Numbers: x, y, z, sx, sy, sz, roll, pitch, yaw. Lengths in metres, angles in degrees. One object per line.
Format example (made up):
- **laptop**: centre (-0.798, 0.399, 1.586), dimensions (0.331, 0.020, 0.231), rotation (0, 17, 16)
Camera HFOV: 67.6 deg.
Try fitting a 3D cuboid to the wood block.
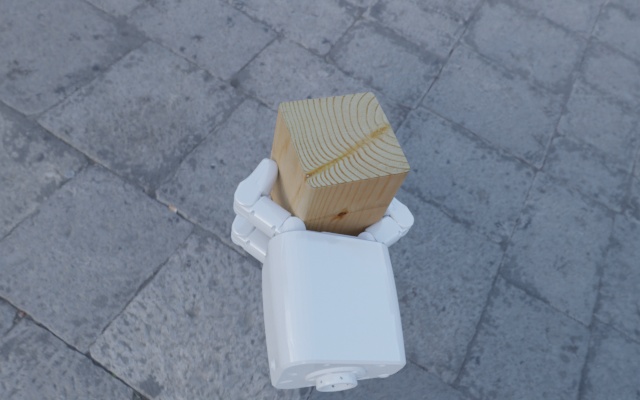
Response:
- **wood block**: centre (0.001, 0.002, 0.475), dimensions (0.091, 0.090, 0.206), rotation (-11, -29, -19)
